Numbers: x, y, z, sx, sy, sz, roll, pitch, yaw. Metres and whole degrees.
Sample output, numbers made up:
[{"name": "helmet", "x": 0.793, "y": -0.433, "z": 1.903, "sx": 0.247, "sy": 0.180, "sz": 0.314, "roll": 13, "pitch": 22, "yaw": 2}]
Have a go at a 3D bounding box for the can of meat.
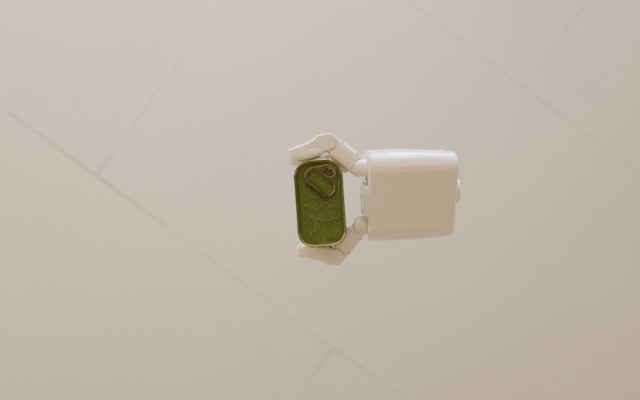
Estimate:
[{"name": "can of meat", "x": 0.000, "y": 0.002, "z": 0.595, "sx": 0.057, "sy": 0.102, "sz": 0.084, "roll": -4, "pitch": 2, "yaw": 1}]
